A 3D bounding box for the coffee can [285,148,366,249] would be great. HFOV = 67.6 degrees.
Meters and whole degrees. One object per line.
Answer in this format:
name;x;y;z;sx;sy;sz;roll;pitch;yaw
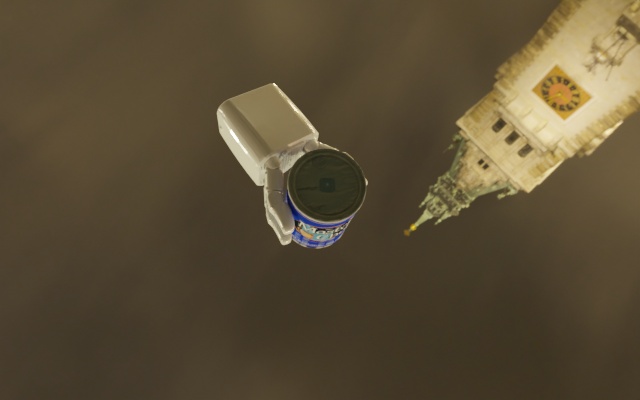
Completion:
coffee can;0.000;0.002;0.678;0.103;0.102;0.140;0;-20;-8
